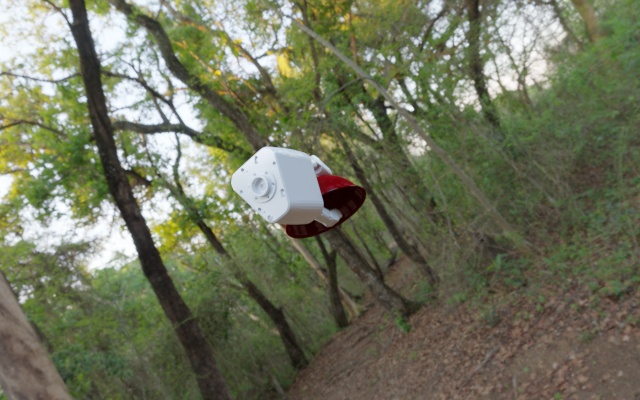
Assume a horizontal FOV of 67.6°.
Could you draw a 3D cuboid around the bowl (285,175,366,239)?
[{"bbox_3d":[0.000,0.003,0.867,0.162,0.055,0.162,-23,-26,-12],"label":"bowl"}]
